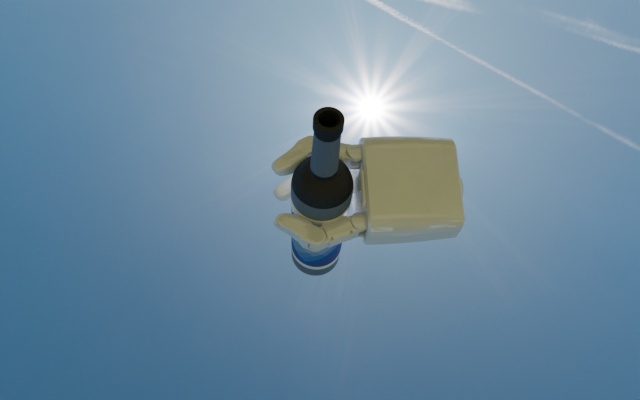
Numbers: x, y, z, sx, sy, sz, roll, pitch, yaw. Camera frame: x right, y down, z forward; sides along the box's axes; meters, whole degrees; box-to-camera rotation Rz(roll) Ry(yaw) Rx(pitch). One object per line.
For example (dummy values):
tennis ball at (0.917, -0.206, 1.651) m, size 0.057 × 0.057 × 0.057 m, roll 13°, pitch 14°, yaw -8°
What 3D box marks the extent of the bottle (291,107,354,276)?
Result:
bottle at (0.000, 0.002, 0.537) m, size 0.069 × 0.069 × 0.296 m, roll 0°, pitch -29°, yaw -3°
